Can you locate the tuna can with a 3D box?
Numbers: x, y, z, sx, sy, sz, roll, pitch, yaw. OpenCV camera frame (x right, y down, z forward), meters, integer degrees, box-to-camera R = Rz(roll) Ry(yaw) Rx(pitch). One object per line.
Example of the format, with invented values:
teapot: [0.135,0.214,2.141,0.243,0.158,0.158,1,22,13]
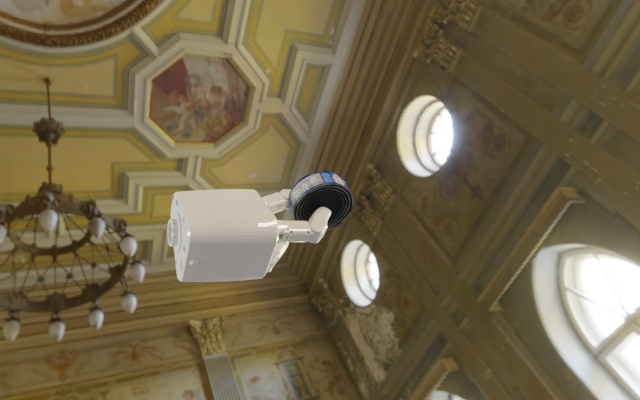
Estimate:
tuna can: [0.000,0.002,0.652,0.086,0.086,0.033,0,39,-24]
